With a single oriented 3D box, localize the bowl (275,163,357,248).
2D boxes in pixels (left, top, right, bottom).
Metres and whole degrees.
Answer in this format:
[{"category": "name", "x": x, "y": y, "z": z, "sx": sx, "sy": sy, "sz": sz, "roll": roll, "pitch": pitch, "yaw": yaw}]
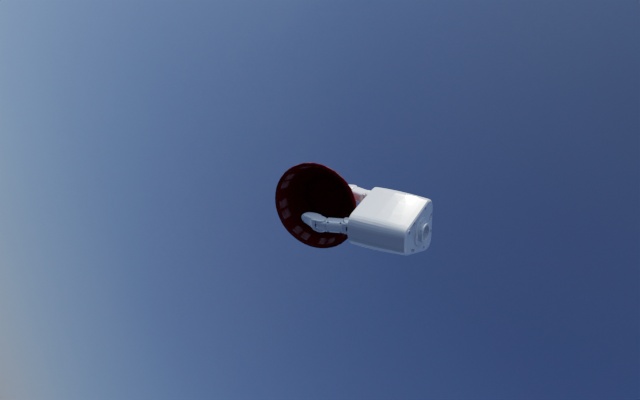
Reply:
[{"category": "bowl", "x": -0.001, "y": 0.002, "z": 0.866, "sx": 0.162, "sy": 0.162, "sz": 0.055, "roll": 0, "pitch": 20, "yaw": 26}]
